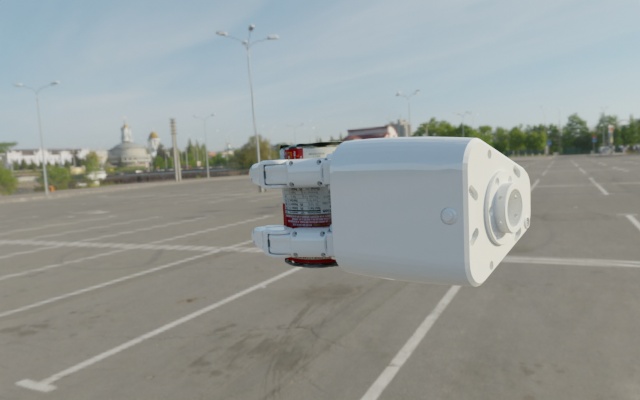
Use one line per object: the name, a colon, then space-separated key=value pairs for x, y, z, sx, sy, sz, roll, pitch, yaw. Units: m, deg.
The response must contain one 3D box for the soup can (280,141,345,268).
soup can: x=0.000 y=0.001 z=0.415 sx=0.068 sy=0.102 sz=0.068 roll=-3 pitch=5 yaw=0
